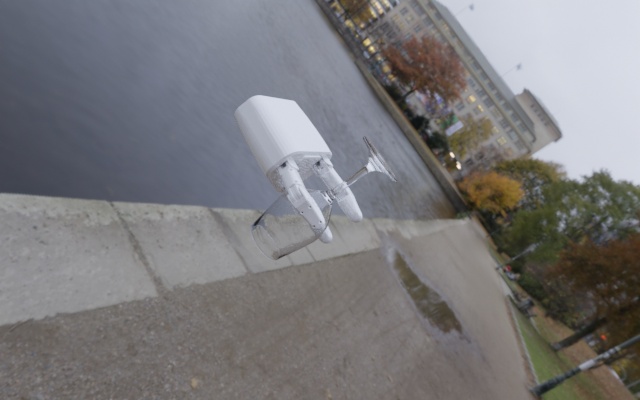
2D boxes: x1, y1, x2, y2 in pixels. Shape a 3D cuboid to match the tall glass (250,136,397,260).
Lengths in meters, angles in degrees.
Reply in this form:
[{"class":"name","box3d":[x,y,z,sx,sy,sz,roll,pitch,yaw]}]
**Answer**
[{"class":"tall glass","box3d":[0.001,0.002,0.646,0.201,0.079,0.079,-36,-10,14]}]
